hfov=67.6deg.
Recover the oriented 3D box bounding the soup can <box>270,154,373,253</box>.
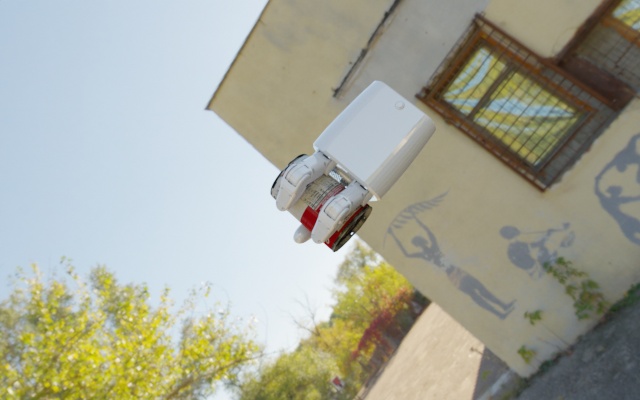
[{"bbox_3d":[0.000,0.002,0.556,0.102,0.068,0.068,41,11,13],"label":"soup can"}]
